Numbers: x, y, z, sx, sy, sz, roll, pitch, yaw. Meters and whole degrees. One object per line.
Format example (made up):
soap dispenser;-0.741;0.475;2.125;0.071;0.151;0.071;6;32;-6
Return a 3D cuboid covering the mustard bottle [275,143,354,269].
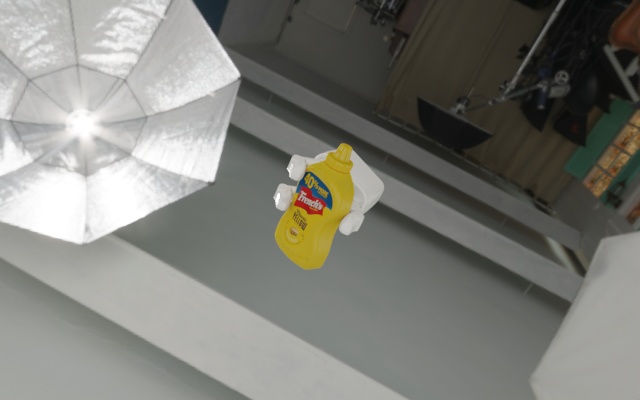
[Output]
mustard bottle;0.000;0.003;0.713;0.058;0.192;0.096;2;33;-44
